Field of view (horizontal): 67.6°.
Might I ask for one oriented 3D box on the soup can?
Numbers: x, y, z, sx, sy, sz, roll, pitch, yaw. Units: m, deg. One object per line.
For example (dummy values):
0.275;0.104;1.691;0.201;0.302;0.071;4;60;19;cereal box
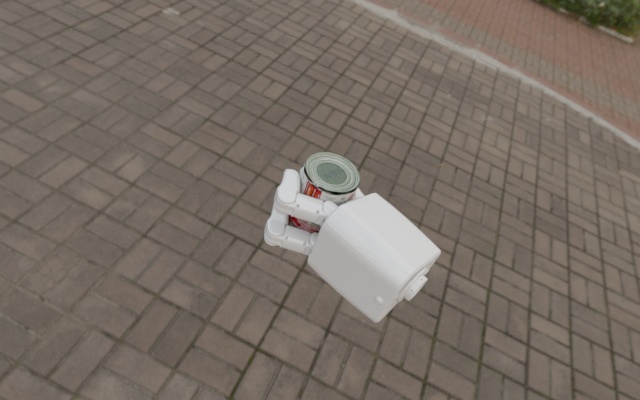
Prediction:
0.000;0.001;0.568;0.068;0.068;0.102;0;-42;-22;soup can
